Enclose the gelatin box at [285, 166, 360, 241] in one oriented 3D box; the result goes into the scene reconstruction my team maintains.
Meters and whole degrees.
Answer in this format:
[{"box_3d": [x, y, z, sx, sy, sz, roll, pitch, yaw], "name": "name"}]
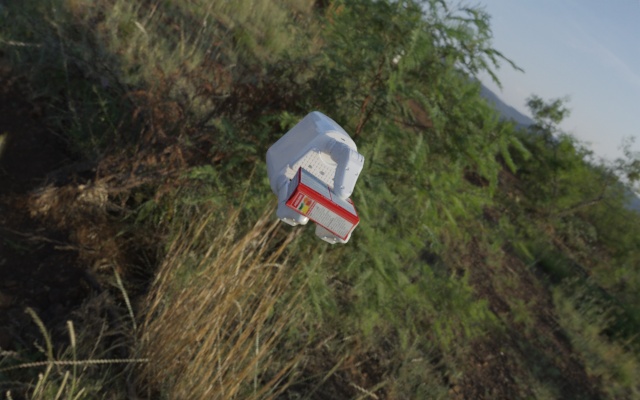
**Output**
[{"box_3d": [0.000, 0.001, 0.516, 0.073, 0.030, 0.089, 32, 11, -10], "name": "gelatin box"}]
